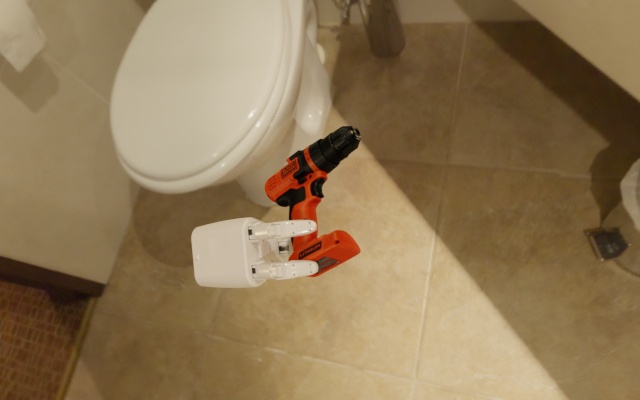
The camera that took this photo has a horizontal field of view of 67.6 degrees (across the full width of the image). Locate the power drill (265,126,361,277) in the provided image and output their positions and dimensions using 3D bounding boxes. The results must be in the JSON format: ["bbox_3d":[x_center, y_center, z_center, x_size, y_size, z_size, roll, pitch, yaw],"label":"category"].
[{"bbox_3d":[0.000,0.003,0.693,0.184,0.187,0.057,-35,-39,32],"label":"power drill"}]
